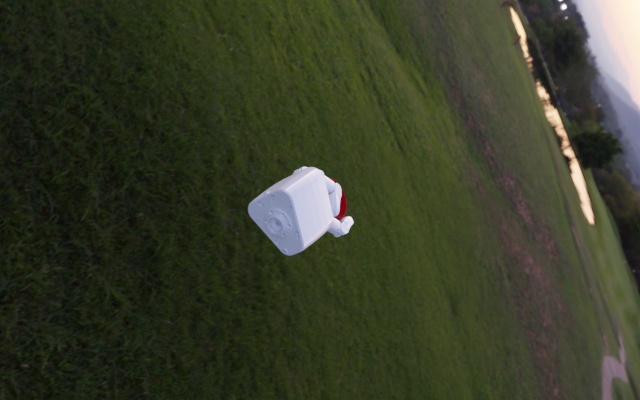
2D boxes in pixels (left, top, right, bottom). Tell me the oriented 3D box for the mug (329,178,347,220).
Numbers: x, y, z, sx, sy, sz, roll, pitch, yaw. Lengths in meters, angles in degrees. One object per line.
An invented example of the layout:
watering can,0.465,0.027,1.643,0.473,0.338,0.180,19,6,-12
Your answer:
mug,0.001,0.002,0.897,0.081,0.093,0.117,-22,10,34
